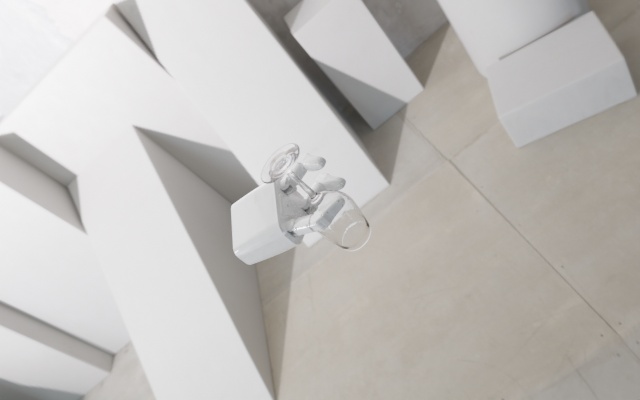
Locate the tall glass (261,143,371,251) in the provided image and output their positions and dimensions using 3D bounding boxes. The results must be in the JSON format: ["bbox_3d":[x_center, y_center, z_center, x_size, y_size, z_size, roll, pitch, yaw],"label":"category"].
[{"bbox_3d":[0.000,0.002,0.749,0.079,0.079,0.201,0,-35,48],"label":"tall glass"}]
